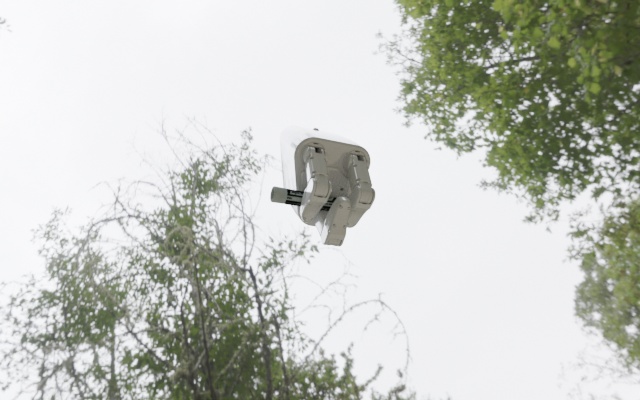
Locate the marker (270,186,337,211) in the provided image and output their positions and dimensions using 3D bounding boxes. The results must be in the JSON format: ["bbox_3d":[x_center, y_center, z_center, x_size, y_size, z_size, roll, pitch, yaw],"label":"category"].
[{"bbox_3d":[0.000,0.002,0.571,0.121,0.020,0.020,9,-3,-21],"label":"marker"}]
